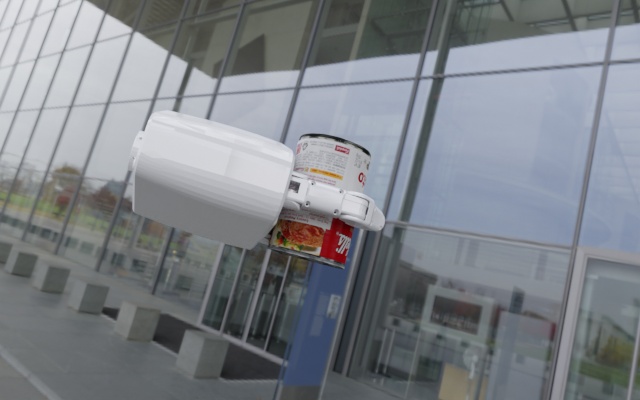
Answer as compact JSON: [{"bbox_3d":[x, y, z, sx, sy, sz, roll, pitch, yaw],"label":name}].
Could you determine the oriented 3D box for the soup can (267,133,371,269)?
[{"bbox_3d":[0.001,0.001,0.413,0.068,0.102,0.068,14,-9,2],"label":"soup can"}]
